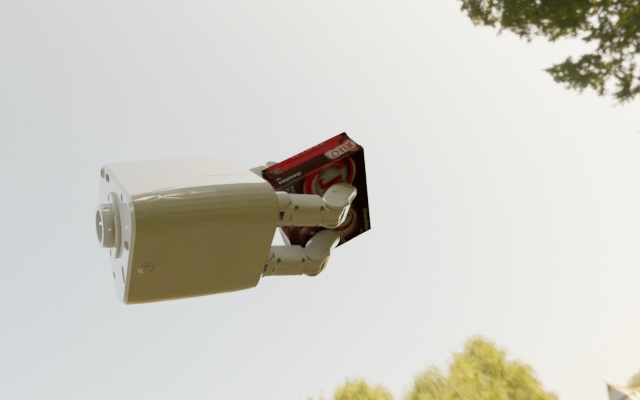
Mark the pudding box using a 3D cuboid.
[{"bbox_3d":[0.000,0.001,0.457,0.090,0.114,0.039,-27,49,-15],"label":"pudding box"}]
